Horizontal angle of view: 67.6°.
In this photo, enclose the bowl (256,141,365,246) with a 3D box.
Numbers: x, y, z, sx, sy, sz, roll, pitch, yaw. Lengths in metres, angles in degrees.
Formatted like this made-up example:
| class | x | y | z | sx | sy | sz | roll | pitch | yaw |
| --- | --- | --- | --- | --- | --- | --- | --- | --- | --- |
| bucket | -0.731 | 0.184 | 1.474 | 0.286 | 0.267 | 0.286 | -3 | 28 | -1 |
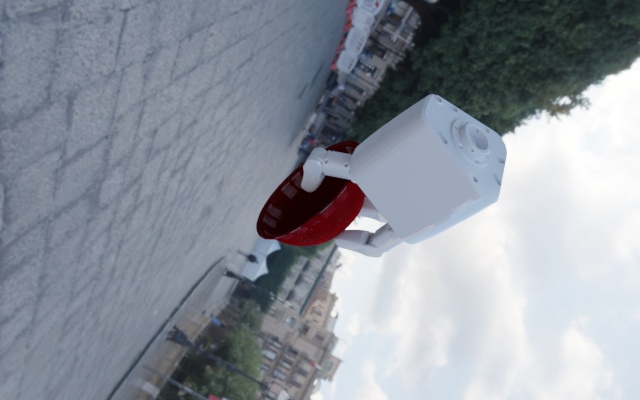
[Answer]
| class | x | y | z | sx | sy | sz | roll | pitch | yaw |
| --- | --- | --- | --- | --- | --- | --- | --- | --- | --- |
| bowl | 0.000 | 0.002 | 0.578 | 0.055 | 0.162 | 0.162 | 48 | -24 | -23 |
